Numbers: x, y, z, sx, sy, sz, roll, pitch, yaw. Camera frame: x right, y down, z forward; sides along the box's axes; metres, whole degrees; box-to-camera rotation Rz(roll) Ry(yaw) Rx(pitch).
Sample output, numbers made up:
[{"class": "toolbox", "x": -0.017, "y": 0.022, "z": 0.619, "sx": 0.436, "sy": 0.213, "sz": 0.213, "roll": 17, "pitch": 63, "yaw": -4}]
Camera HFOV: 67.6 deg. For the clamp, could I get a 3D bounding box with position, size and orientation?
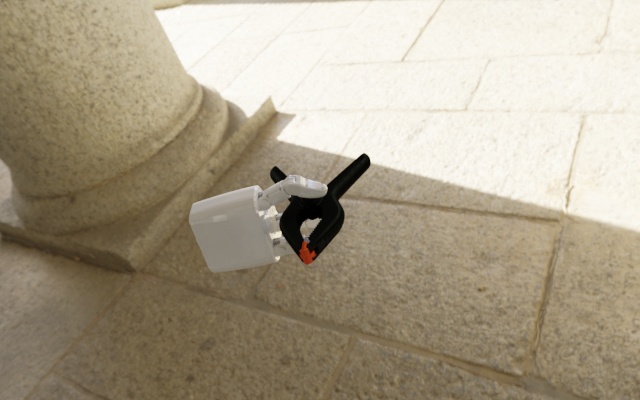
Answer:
[{"class": "clamp", "x": 0.000, "y": 0.002, "z": 0.697, "sx": 0.164, "sy": 0.036, "sz": 0.209, "roll": -13, "pitch": 40, "yaw": 9}]
